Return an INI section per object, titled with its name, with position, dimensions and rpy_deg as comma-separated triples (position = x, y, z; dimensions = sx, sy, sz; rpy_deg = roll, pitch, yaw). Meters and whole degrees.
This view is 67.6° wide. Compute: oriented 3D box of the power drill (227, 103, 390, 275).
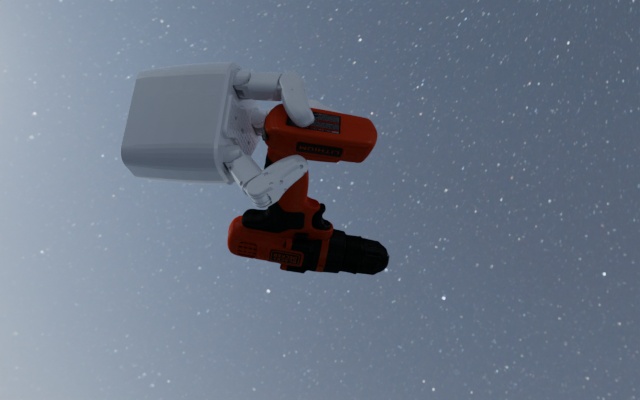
[power drill]
position = 0.000, 0.001, 0.498
dimensions = 0.184, 0.188, 0.057
rpy_deg = 9, 37, -6
